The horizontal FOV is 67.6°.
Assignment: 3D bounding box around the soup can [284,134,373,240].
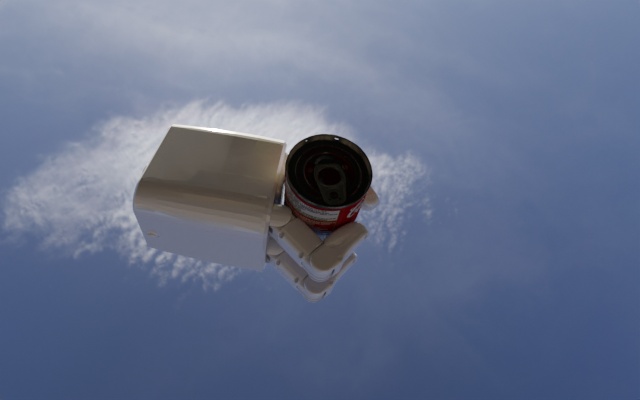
[{"bbox_3d":[0.001,0.001,0.408,0.068,0.068,0.102,0,-30,-9],"label":"soup can"}]
